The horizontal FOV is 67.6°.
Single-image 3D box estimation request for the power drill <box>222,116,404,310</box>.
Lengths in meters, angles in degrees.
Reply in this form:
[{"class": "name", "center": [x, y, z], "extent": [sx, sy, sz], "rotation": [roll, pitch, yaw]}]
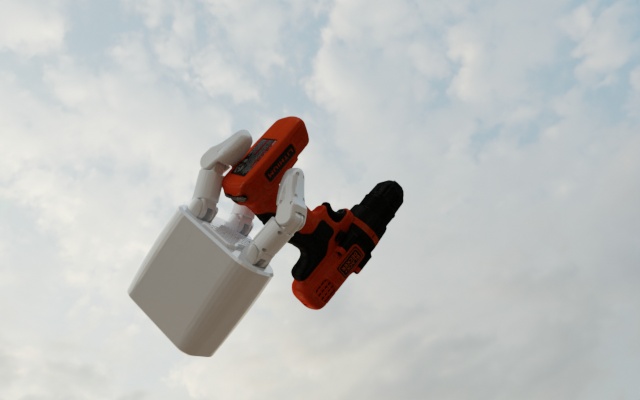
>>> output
[{"class": "power drill", "center": [0.000, 0.002, 0.522], "extent": [0.188, 0.184, 0.057], "rotation": [50, -21, -28]}]
